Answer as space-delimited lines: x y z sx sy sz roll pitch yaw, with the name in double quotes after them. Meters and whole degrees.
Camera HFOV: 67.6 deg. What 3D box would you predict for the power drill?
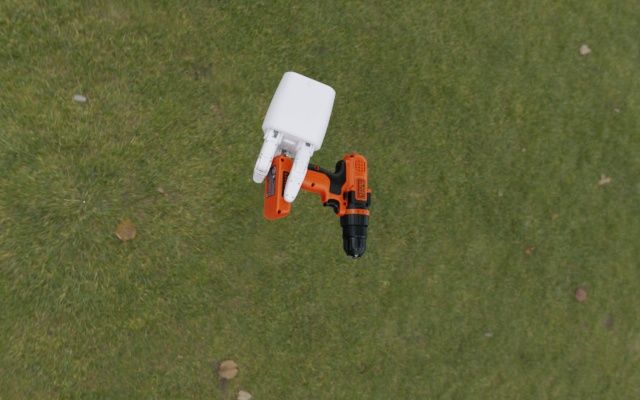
0.000 0.002 0.808 0.187 0.184 0.057 7 -15 -30 "power drill"
